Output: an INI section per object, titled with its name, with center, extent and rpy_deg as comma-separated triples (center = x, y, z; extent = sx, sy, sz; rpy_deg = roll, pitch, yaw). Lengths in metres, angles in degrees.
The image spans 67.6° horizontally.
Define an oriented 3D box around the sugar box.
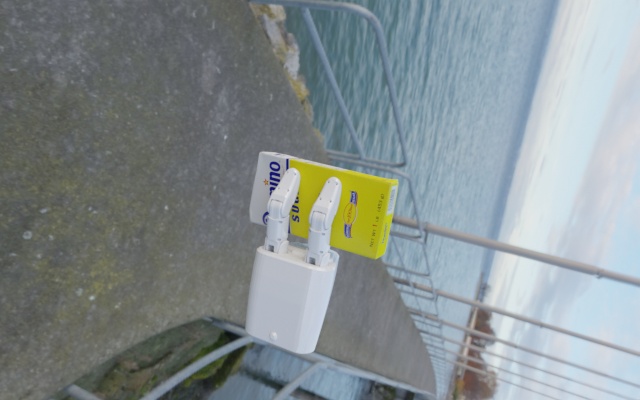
[sugar box]
center = 0.000, 0.002, 0.583
extent = 0.176, 0.093, 0.048
rpy_deg = 14, 9, 20
